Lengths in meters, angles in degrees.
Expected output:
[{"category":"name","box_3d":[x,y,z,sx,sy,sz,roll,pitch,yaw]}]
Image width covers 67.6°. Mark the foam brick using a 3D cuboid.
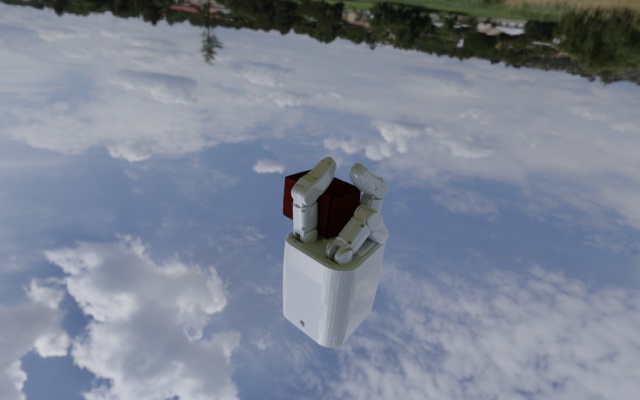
[{"category":"foam brick","box_3d":[0.000,0.002,0.557,0.053,0.051,0.078,-16,31,-41]}]
